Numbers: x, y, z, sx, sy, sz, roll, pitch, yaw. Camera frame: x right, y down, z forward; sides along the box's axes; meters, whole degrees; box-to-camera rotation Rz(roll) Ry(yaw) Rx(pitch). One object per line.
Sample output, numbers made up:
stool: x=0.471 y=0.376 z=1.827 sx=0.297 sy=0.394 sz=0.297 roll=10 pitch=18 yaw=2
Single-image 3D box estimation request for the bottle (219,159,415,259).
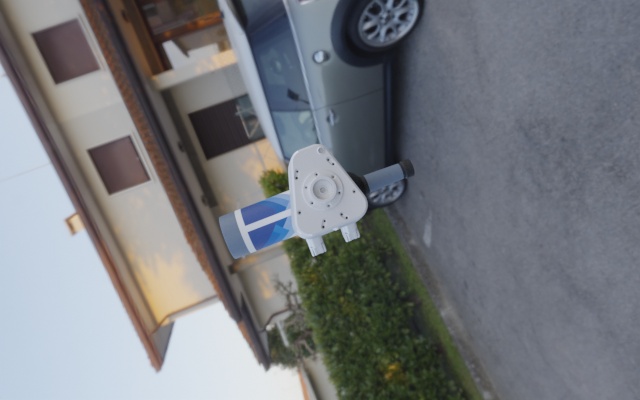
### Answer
bottle: x=0.000 y=0.002 z=0.713 sx=0.295 sy=0.069 sz=0.069 roll=-21 pitch=1 yaw=-4
